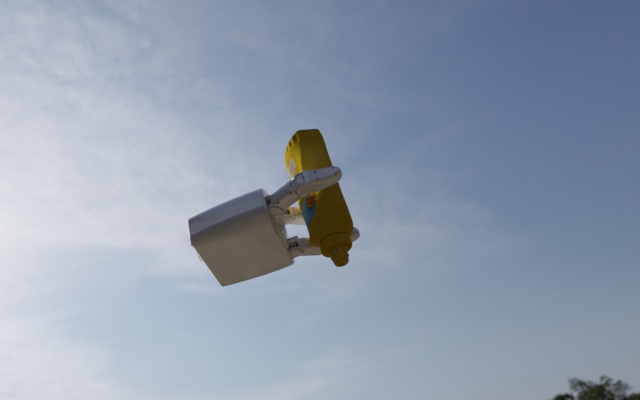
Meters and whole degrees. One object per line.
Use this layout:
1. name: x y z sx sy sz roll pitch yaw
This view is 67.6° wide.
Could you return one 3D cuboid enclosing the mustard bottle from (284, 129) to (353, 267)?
1. mustard bottle: 0.000 0.002 0.636 0.058 0.191 0.096 -6 -36 -18
